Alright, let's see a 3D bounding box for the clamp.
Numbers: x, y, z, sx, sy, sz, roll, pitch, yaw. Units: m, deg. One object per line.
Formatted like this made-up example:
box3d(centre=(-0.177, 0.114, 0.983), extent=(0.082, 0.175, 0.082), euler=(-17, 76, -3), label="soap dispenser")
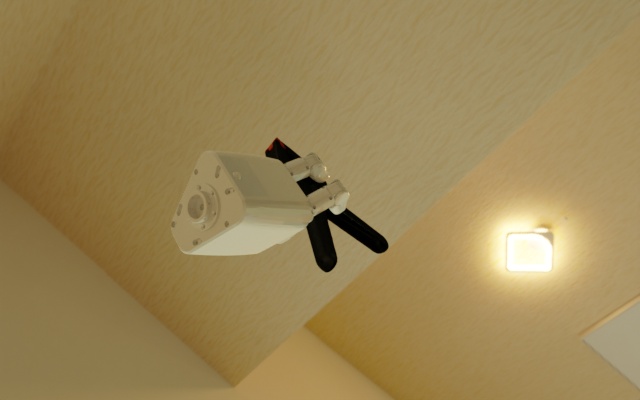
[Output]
box3d(centre=(-0.001, 0.002, 0.632), extent=(0.036, 0.210, 0.164), euler=(-46, -26, 23), label="clamp")
